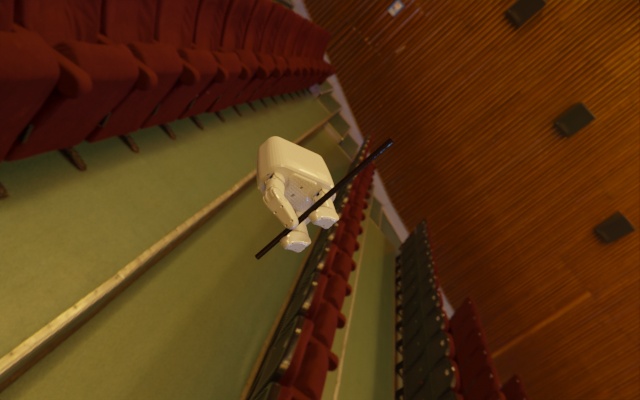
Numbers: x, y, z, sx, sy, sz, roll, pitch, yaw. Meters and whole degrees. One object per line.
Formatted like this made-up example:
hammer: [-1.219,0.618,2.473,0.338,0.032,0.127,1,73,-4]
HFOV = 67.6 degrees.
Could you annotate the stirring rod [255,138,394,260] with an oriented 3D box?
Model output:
stirring rod: [0.000,0.002,0.619,0.239,0.011,0.011,-41,-14,17]
